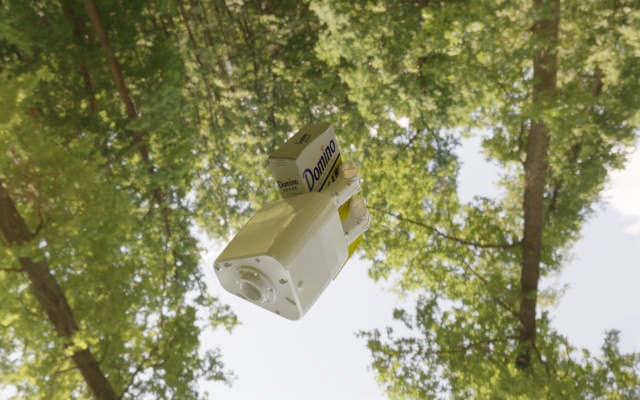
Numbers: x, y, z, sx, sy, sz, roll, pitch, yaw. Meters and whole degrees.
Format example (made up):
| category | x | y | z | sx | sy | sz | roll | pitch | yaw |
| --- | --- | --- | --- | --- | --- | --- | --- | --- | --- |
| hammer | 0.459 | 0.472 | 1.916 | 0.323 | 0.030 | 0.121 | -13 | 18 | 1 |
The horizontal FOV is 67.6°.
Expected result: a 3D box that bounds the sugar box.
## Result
| category | x | y | z | sx | sy | sz | roll | pitch | yaw |
| --- | --- | --- | --- | --- | --- | --- | --- | --- | --- |
| sugar box | 0.001 | 0.002 | 0.595 | 0.048 | 0.176 | 0.093 | 5 | 36 | 31 |
